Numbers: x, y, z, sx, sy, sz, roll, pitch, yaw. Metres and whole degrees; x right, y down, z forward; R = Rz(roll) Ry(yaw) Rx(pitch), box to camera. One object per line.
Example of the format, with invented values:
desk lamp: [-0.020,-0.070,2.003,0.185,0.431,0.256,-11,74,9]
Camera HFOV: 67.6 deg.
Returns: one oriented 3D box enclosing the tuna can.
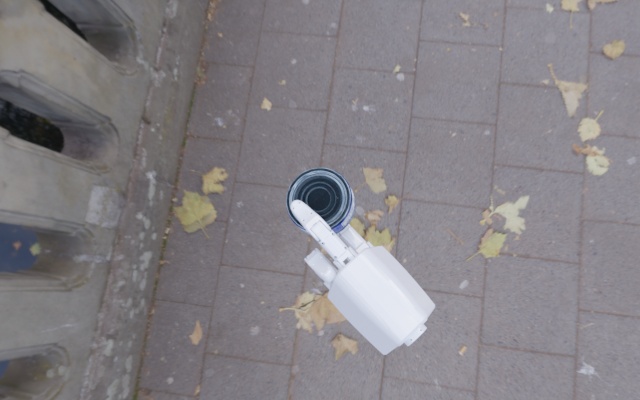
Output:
tuna can: [0.000,0.002,0.606,0.086,0.086,0.034,0,-15,12]
